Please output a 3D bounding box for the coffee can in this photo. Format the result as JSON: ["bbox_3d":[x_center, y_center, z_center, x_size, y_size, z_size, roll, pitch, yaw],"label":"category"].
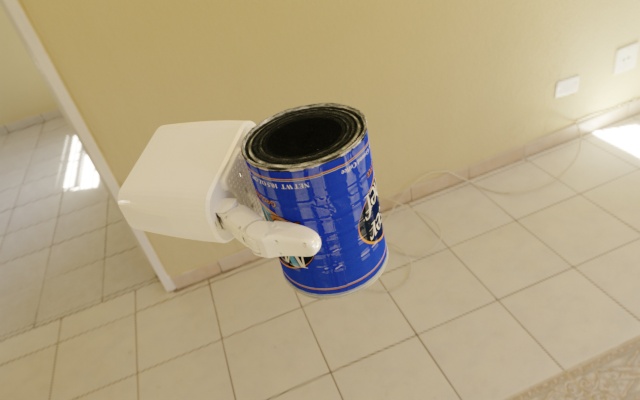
[{"bbox_3d":[0.000,0.002,0.417,0.103,0.140,0.102,-9,36,7],"label":"coffee can"}]
